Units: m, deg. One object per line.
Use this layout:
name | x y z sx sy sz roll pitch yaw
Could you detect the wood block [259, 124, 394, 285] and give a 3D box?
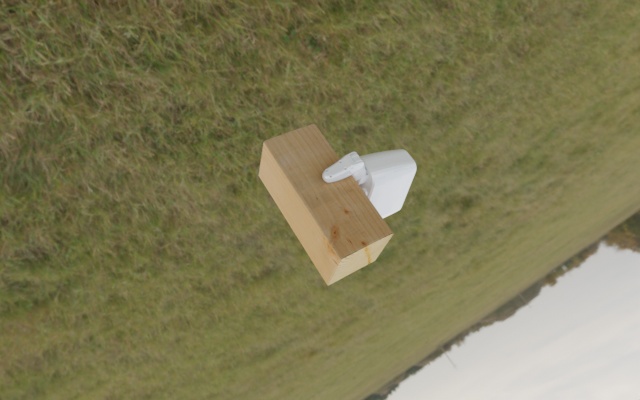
wood block | 0.001 0.002 0.690 0.090 0.206 0.091 -23 -24 -26
